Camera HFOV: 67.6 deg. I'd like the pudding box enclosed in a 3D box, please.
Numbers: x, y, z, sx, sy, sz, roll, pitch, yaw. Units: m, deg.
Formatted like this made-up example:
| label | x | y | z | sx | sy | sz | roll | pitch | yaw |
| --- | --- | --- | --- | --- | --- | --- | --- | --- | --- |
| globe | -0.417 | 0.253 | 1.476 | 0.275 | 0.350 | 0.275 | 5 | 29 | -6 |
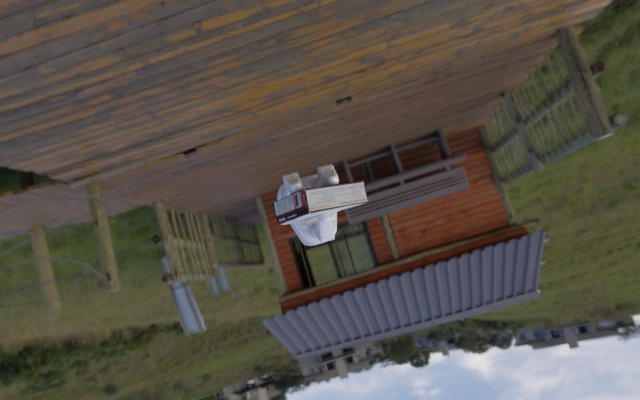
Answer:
| label | x | y | z | sx | sy | sz | roll | pitch | yaw |
| --- | --- | --- | --- | --- | --- | --- | --- | --- | --- |
| pudding box | 0.000 | 0.002 | 0.708 | 0.113 | 0.039 | 0.090 | -12 | -6 | -37 |
